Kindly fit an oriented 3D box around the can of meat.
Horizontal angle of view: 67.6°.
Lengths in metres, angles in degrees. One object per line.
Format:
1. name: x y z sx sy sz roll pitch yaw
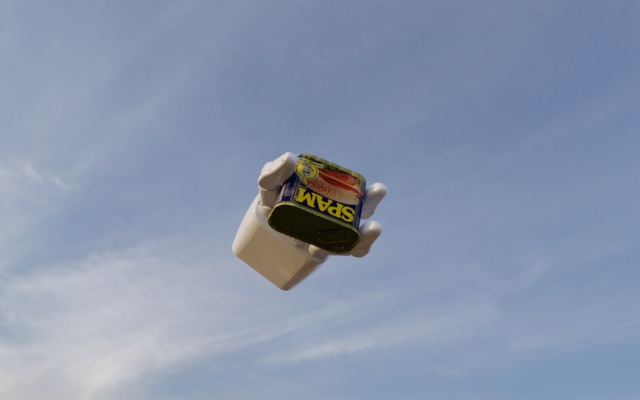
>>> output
1. can of meat: 0.000 0.001 0.551 0.102 0.084 0.057 22 -39 -10
